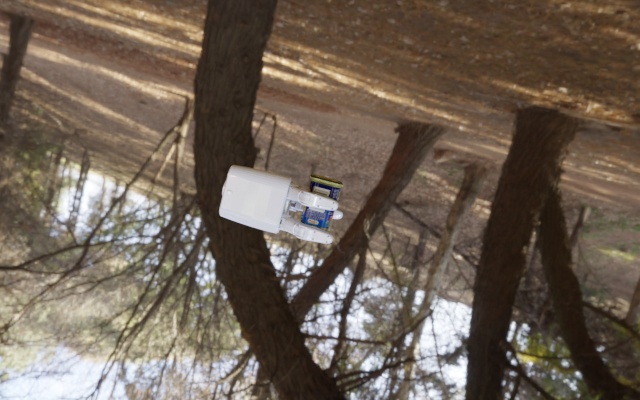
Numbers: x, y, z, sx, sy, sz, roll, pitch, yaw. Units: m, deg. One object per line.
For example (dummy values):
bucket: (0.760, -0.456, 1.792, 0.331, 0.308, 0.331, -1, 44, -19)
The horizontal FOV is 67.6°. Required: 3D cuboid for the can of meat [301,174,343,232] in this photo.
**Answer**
can of meat: (0.000, 0.003, 0.832, 0.057, 0.084, 0.102, 15, 6, -2)
